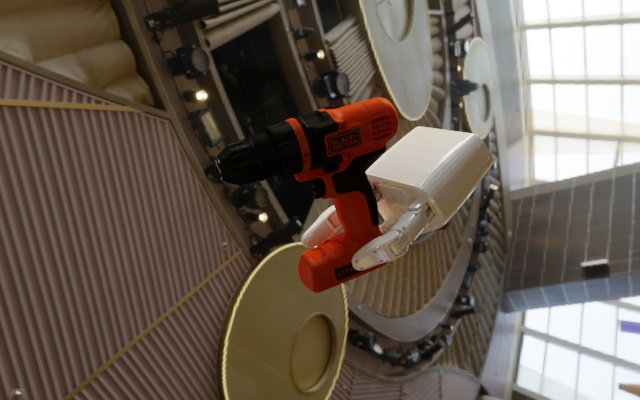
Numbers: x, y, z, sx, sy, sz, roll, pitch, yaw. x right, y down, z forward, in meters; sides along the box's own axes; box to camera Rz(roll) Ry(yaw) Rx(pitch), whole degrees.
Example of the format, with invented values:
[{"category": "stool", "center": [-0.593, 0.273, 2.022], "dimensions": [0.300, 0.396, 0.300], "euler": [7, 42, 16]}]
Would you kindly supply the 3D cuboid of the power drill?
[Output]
[{"category": "power drill", "center": [0.000, 0.002, 0.490], "dimensions": [0.184, 0.188, 0.057], "euler": [-19, 32, -15]}]
